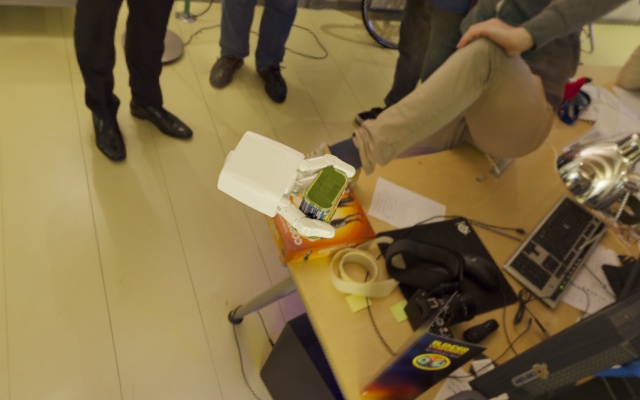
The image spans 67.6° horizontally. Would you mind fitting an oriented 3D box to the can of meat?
[{"bbox_3d":[0.000,0.003,0.806,0.057,0.084,0.102,29,48,5],"label":"can of meat"}]
